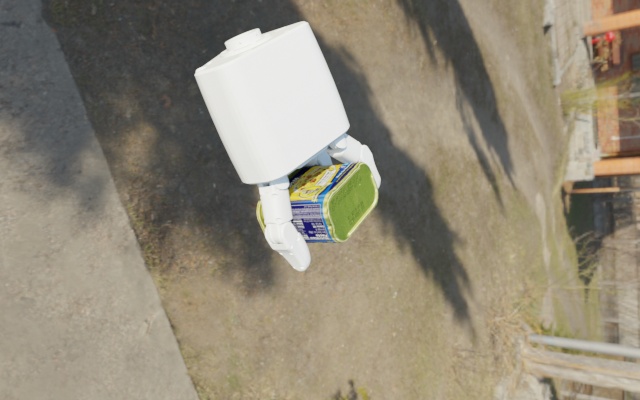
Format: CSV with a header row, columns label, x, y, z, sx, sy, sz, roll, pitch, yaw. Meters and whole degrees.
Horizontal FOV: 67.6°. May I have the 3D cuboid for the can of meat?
label,x,y,z,sx,sy,sz,roll,pitch,yaw
can of meat,0.000,0.002,0.487,0.084,0.057,0.102,-3,28,36
